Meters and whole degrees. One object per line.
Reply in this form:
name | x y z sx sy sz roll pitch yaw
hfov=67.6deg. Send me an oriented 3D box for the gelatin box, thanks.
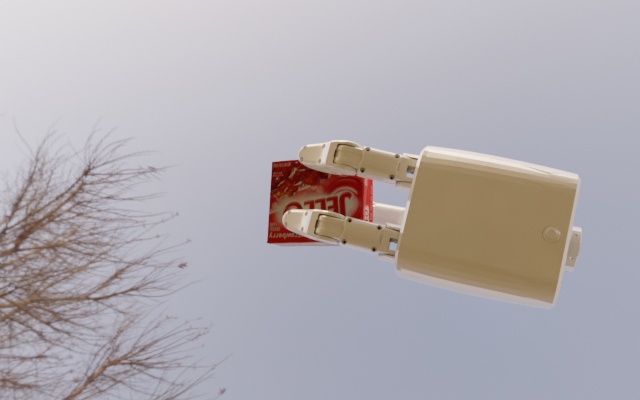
gelatin box | 0.000 0.001 0.406 0.089 0.073 0.030 -3 -12 25
